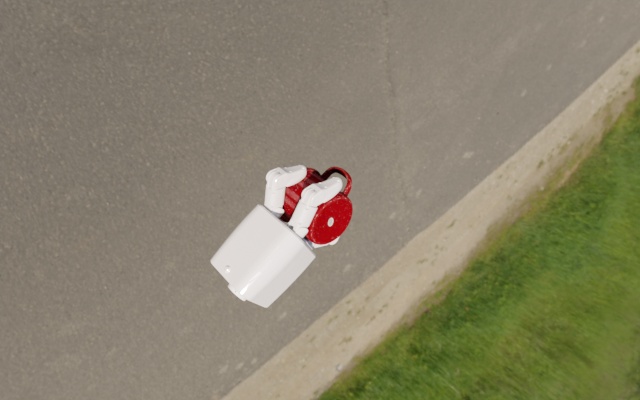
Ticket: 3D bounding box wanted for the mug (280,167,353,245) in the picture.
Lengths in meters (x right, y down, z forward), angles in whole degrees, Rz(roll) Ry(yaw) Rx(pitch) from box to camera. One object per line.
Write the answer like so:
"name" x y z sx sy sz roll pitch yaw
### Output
"mug" 0.001 0.001 0.692 0.081 0.117 0.093 37 -8 38
